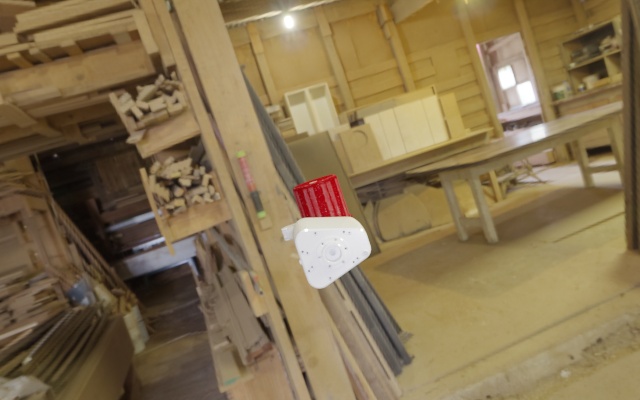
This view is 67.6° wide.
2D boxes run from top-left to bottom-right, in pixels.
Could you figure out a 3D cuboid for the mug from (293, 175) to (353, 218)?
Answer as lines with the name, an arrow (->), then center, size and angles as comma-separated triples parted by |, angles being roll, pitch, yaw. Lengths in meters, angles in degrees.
mug -> 0.000, 0.002, 0.855 | 0.093, 0.081, 0.117 | -18, 6, -2
